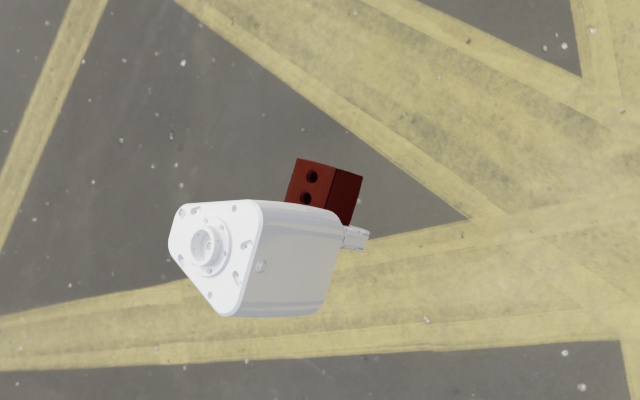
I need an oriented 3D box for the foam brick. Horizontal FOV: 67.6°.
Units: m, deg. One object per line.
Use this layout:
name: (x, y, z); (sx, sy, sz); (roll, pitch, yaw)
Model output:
foam brick: (0.000, 0.001, 0.485); (0.053, 0.078, 0.051); (18, 3, 38)
